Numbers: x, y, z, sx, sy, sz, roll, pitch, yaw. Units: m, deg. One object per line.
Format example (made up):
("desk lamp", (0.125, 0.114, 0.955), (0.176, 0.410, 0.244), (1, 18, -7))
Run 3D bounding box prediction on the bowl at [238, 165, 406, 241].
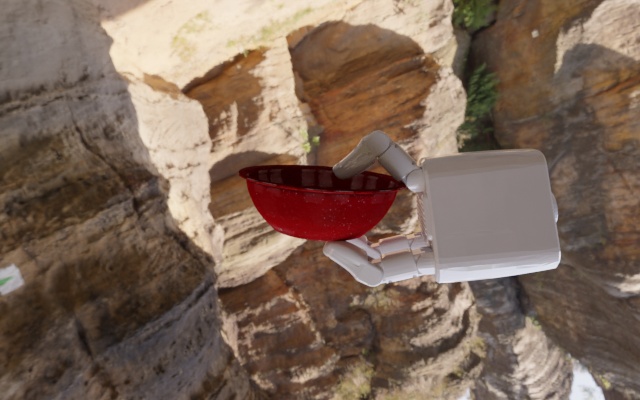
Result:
("bowl", (-0.001, 0.002, 0.466), (0.162, 0.055, 0.162), (4, 11, -1))
